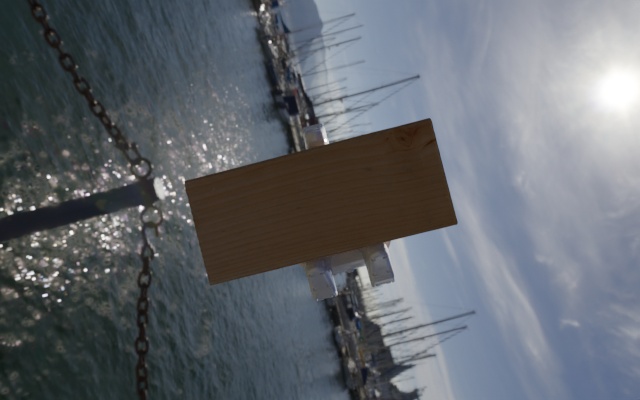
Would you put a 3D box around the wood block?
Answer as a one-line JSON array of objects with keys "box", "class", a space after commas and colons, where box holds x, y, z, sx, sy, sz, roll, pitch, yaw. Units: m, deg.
[{"box": [0.000, 0.001, 0.426, 0.206, 0.091, 0.090, -14, 0, 2], "class": "wood block"}]
